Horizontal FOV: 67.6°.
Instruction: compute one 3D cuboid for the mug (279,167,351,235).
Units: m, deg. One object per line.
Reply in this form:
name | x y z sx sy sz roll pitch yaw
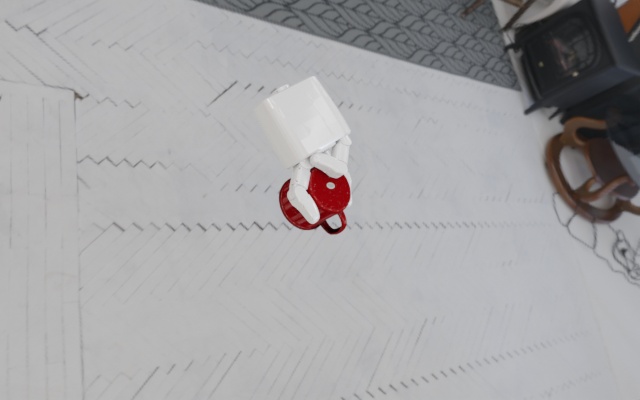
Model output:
mug | 0.001 0.004 0.757 0.093 0.117 0.081 -34 3 -40
